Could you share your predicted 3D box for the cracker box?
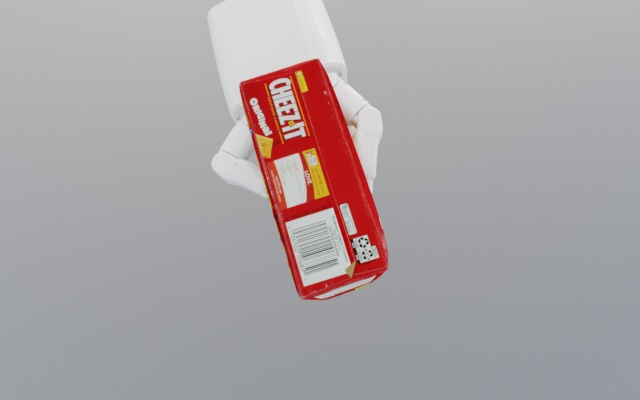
[{"bbox_3d":[0.000,0.001,0.429,0.072,0.164,0.214,-18,-12,0],"label":"cracker box"}]
